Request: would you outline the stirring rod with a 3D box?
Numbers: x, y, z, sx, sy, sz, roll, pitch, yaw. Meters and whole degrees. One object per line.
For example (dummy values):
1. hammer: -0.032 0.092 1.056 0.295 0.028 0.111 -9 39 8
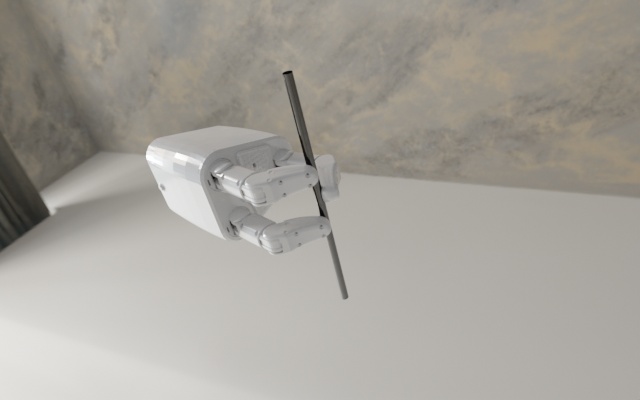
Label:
1. stirring rod: 0.000 0.001 0.425 0.011 0.240 0.011 -10 33 7
